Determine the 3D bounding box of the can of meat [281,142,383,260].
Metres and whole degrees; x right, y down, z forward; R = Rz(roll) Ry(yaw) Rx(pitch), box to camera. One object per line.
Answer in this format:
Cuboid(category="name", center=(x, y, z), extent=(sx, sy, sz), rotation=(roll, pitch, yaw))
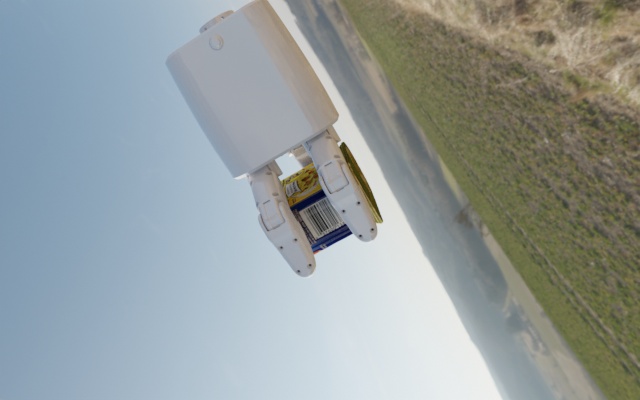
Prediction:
Cuboid(category="can of meat", center=(0.000, 0.002, 0.414), extent=(0.084, 0.057, 0.102), rotation=(-29, 19, 9))
